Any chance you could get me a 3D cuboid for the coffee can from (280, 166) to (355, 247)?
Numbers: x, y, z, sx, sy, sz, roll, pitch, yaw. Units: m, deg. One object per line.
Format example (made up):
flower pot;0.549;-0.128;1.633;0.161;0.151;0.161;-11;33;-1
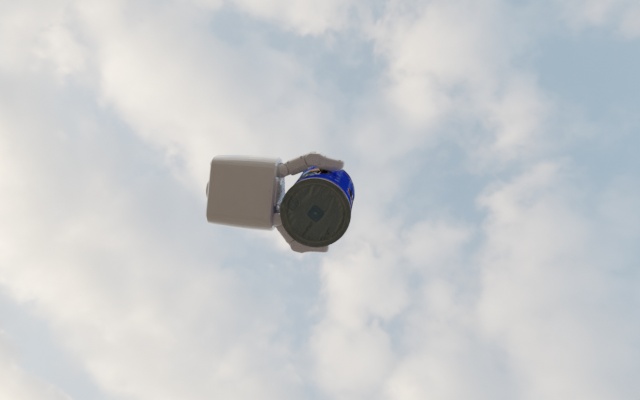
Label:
coffee can;0.000;0.002;0.746;0.103;0.103;0.140;0;14;7
